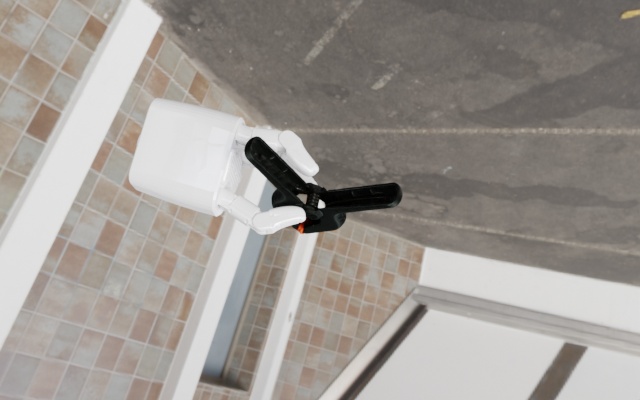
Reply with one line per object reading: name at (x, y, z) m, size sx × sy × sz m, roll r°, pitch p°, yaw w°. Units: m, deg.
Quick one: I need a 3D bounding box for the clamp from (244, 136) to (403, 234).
clamp at (0.000, 0.003, 0.556) m, size 0.164 × 0.036 × 0.210 m, roll 17°, pitch -21°, yaw 4°
